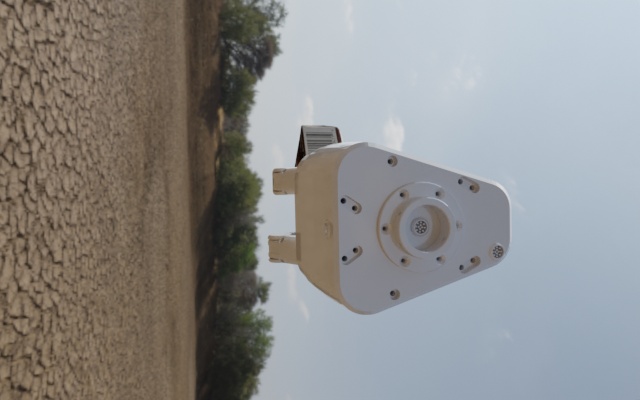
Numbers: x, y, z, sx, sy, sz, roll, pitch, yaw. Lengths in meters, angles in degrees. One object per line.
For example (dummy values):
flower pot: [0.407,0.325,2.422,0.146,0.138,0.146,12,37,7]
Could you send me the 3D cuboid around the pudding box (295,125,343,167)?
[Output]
pudding box: [0.000,0.001,0.440,0.039,0.113,0.090,-1,-26,-10]
